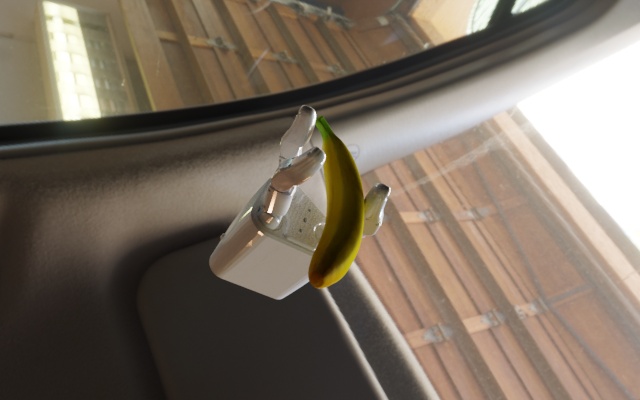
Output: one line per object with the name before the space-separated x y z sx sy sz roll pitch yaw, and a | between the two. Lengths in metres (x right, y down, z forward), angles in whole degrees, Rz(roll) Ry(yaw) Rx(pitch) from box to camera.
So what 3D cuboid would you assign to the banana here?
banana | 0.014 0.007 0.459 0.070 0.197 0.037 29 -49 -31
